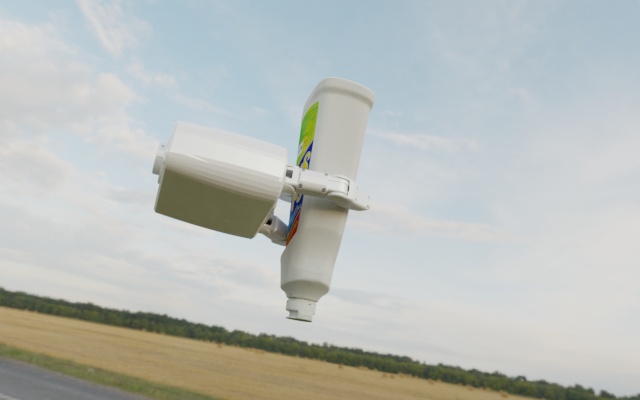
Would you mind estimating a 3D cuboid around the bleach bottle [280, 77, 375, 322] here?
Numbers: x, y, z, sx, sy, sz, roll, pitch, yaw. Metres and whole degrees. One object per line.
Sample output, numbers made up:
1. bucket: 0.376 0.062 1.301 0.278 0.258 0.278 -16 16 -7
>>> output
1. bleach bottle: 0.000 0.002 0.515 0.068 0.250 0.102 14 -19 -16
